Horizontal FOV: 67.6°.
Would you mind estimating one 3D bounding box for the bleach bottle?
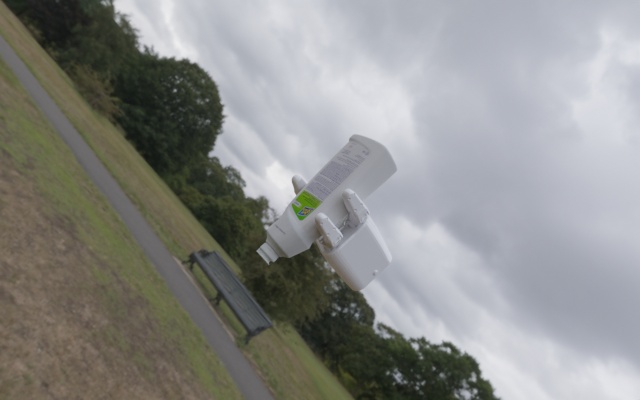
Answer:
[{"bbox_3d":[0.000,0.002,0.751,0.251,0.068,0.102,-42,33,-11],"label":"bleach bottle"}]
